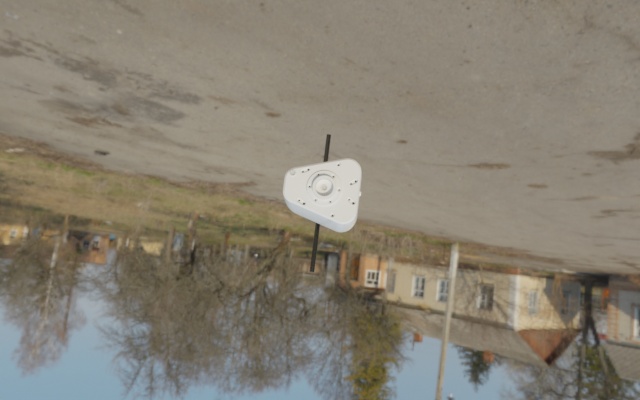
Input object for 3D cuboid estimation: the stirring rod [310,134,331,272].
[{"bbox_3d":[0.000,0.003,0.825,0.011,0.239,0.011,7,-7,1],"label":"stirring rod"}]
